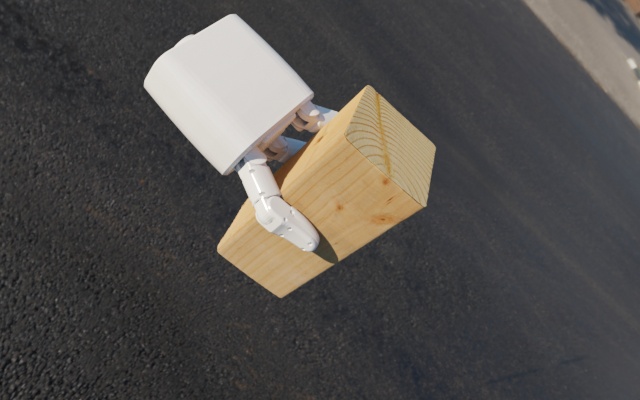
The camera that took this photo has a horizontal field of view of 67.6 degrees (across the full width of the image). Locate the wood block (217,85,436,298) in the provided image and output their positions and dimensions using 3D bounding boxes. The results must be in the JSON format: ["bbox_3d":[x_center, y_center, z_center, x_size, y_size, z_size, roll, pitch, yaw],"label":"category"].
[{"bbox_3d":[0.000,0.001,0.461,0.090,0.090,0.206,39,-49,-14],"label":"wood block"}]
